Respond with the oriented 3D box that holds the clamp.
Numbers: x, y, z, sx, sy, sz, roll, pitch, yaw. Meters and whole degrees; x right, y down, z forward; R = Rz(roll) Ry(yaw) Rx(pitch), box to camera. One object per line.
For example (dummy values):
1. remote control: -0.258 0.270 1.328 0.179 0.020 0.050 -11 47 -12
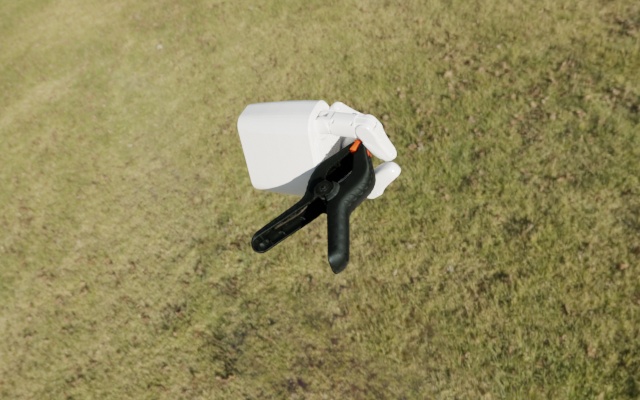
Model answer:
1. clamp: 0.000 0.001 0.518 0.120 0.171 0.039 5 -41 28
